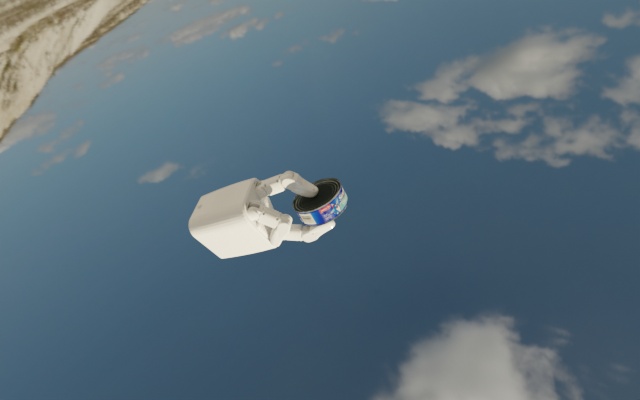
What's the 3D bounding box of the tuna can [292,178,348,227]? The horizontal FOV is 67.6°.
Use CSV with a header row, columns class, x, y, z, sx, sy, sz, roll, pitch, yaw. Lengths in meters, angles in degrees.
class,x,y,z,sx,sy,sz,roll,pitch,yaw
tuna can,0.000,0.003,0.766,0.086,0.034,0.086,-22,29,13
